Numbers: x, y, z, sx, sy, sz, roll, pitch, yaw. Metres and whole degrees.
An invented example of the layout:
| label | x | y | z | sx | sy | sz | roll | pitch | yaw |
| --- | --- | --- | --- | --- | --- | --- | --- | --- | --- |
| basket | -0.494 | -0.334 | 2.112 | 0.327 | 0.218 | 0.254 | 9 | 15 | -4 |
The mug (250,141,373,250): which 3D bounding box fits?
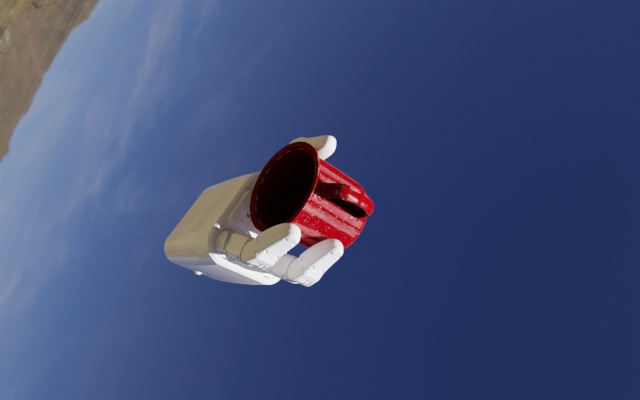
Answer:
| label | x | y | z | sx | sy | sz | roll | pitch | yaw |
| --- | --- | --- | --- | --- | --- | --- | --- | --- | --- |
| mug | 0.001 | 0.001 | 0.455 | 0.081 | 0.093 | 0.117 | 30 | -24 | -38 |
